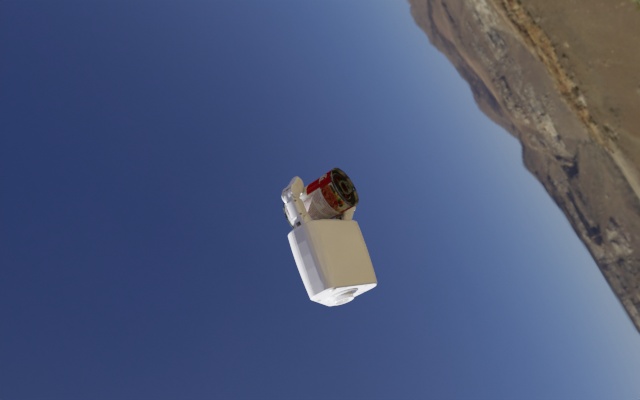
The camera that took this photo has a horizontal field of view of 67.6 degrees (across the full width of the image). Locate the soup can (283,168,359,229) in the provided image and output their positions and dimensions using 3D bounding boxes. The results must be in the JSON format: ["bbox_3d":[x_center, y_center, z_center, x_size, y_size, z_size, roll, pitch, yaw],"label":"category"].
[{"bbox_3d":[0.000,0.002,0.757,0.102,0.068,0.068,-32,-15,26],"label":"soup can"}]
